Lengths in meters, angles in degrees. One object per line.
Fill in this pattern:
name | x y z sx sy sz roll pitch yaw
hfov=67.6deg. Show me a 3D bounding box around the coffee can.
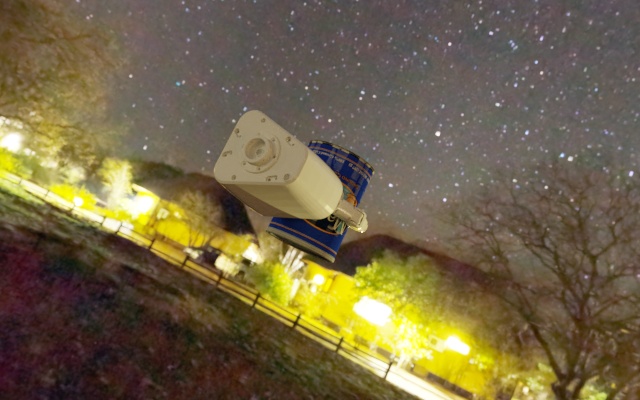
coffee can | 0.000 0.002 0.664 0.103 0.140 0.103 25 -10 5
